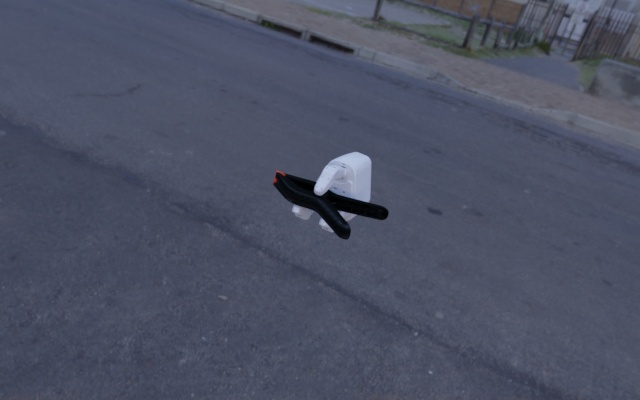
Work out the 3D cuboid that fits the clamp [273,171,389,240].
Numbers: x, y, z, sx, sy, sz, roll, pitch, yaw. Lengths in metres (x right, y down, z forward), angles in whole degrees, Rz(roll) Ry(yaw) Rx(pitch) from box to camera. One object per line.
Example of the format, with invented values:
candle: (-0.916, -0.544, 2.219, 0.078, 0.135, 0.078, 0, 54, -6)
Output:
clamp: (0.000, 0.002, 0.822, 0.210, 0.036, 0.164, 24, 20, 17)
